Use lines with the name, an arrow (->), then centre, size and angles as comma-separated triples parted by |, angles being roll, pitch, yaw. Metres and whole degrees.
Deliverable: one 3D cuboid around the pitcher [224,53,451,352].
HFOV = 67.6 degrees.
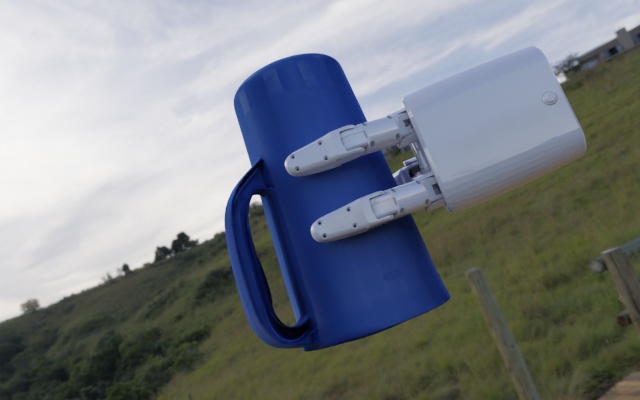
pitcher -> 0.000, 0.001, 0.420 | 0.145, 0.242, 0.149 | -23, -10, 12
